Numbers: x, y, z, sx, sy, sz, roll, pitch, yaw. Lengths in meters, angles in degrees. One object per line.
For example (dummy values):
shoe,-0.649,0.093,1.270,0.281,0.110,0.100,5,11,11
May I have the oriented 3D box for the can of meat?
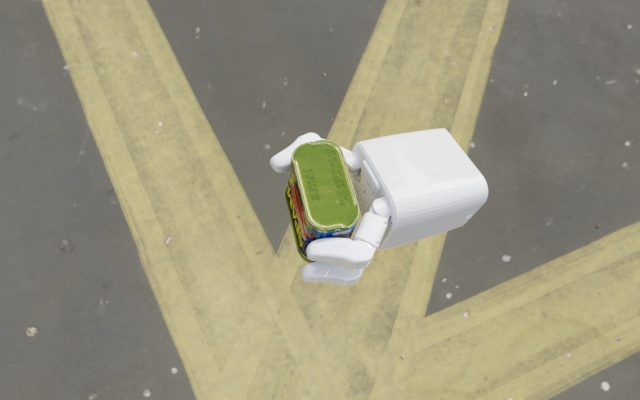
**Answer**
can of meat,0.000,0.001,0.484,0.057,0.102,0.084,-10,-25,-12
